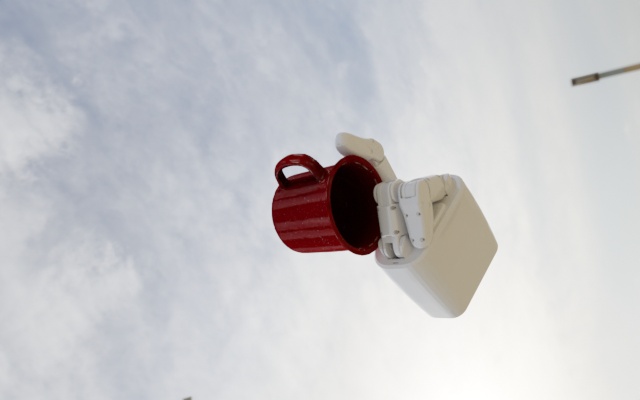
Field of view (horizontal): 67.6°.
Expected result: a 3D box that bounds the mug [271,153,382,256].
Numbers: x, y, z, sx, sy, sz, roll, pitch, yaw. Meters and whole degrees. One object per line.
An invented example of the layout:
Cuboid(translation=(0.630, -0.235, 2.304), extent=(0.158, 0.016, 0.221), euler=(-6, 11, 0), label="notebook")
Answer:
Cuboid(translation=(-0.001, 0.001, 0.457), extent=(0.081, 0.093, 0.117), euler=(-10, -46, 41), label="mug")
